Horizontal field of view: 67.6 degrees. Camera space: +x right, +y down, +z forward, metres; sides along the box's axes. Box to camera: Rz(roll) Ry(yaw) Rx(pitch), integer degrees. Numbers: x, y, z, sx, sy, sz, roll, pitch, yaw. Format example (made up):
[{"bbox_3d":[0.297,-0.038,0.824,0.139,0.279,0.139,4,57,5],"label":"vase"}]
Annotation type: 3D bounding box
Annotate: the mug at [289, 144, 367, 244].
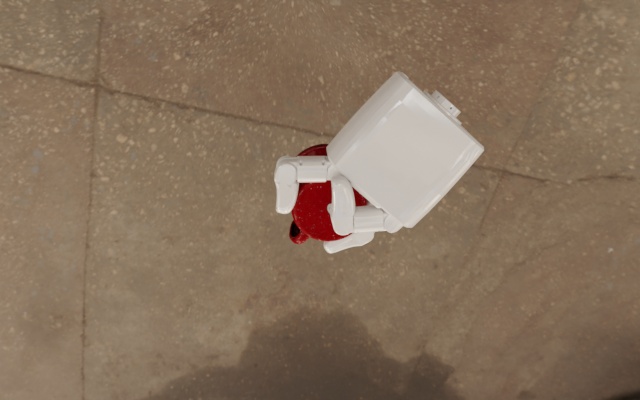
[{"bbox_3d":[-0.001,0.003,0.545,0.093,0.117,0.081,34,20,-18],"label":"mug"}]
